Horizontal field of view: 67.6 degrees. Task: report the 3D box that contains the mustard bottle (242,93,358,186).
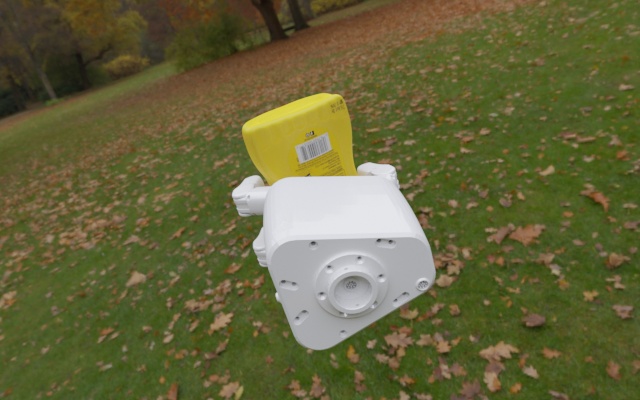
[{"bbox_3d":[0.000,0.001,0.463,0.096,0.192,0.058,-26,24,-20],"label":"mustard bottle"}]
